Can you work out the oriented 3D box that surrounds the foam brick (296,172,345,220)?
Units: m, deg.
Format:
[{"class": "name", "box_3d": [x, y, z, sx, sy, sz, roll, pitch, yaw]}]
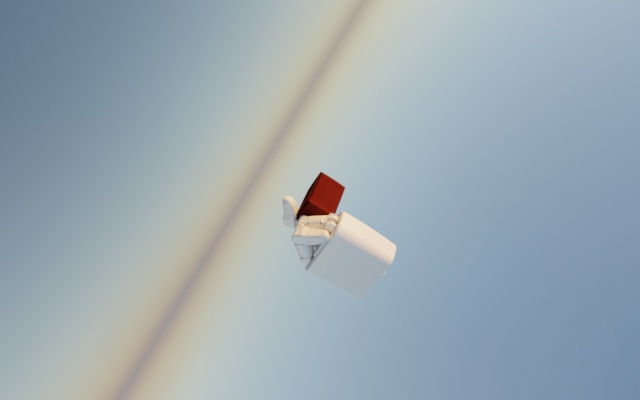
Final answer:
[{"class": "foam brick", "box_3d": [0.000, 0.002, 0.805, 0.051, 0.078, 0.053, 30, -44, -7]}]
